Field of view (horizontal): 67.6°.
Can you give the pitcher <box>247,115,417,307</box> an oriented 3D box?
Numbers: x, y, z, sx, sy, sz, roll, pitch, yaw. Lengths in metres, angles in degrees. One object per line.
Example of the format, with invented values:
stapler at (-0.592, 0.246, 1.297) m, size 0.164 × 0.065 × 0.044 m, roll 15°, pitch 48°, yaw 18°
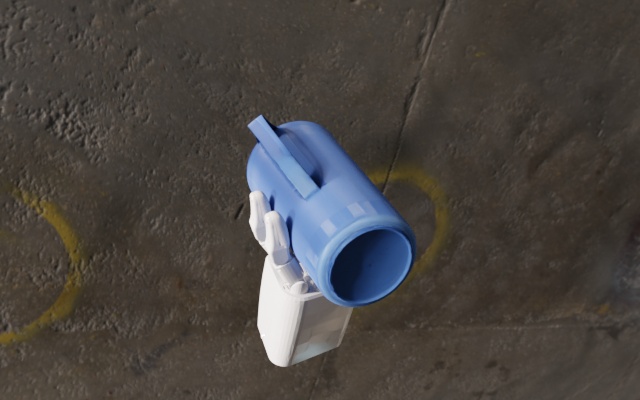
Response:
pitcher at (0.000, 0.002, 0.547) m, size 0.149 × 0.145 × 0.242 m, roll 1°, pitch 27°, yaw -24°
